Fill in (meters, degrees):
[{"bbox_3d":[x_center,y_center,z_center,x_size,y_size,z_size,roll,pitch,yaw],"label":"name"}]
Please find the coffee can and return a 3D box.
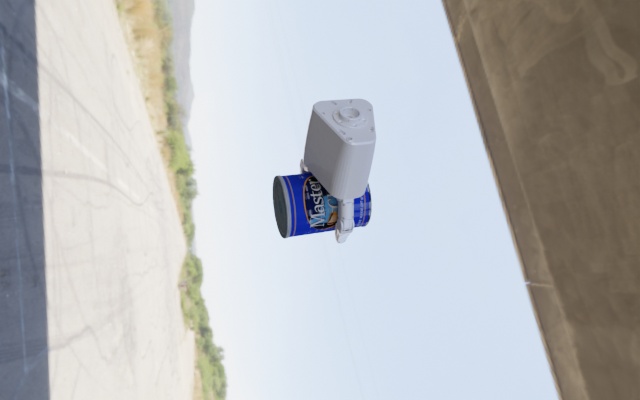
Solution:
[{"bbox_3d":[0.000,0.003,0.787,0.140,0.103,0.103,-7,2,-16],"label":"coffee can"}]
